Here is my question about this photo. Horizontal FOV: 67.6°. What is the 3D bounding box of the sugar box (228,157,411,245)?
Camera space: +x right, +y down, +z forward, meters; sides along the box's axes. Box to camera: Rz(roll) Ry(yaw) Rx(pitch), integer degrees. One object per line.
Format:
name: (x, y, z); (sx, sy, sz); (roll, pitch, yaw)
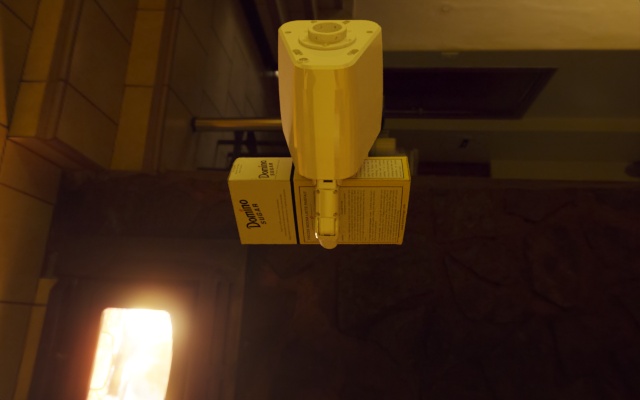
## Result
sugar box: (0.000, 0.001, 0.497); (0.176, 0.093, 0.048); (2, 42, 5)
